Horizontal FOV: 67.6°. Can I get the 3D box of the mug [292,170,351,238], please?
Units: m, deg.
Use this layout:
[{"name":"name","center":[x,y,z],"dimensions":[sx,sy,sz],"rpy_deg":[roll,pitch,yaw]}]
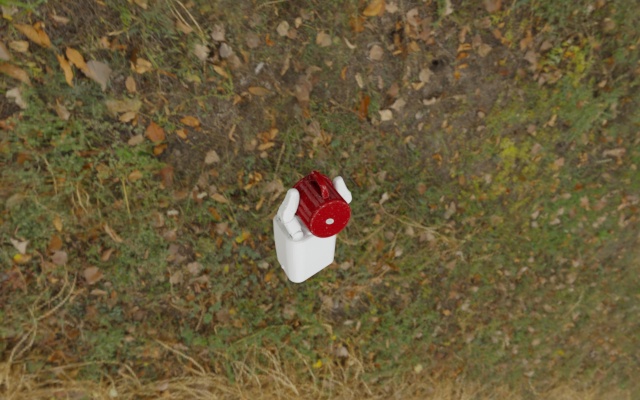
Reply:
[{"name":"mug","center":[0.000,0.002,0.828],"dimensions":[0.093,0.117,0.081],"rpy_deg":[-18,41,-20]}]
